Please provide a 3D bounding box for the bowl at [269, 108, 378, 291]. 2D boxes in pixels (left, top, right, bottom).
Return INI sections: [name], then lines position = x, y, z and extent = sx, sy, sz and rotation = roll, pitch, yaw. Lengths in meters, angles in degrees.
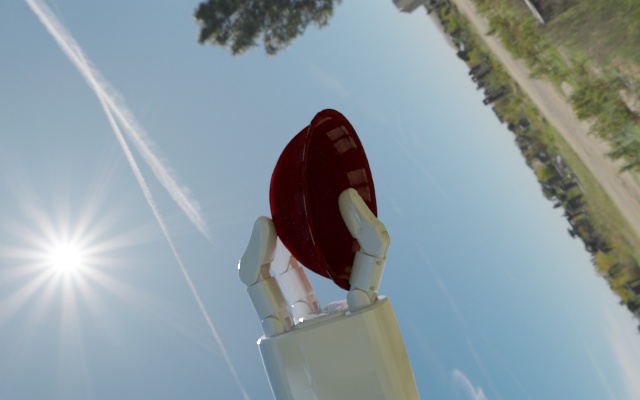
[bowl]
position = 0.000, 0.000, 0.435
extent = 0.055, 0.162, 0.162
rotation = -8, -3, 25
